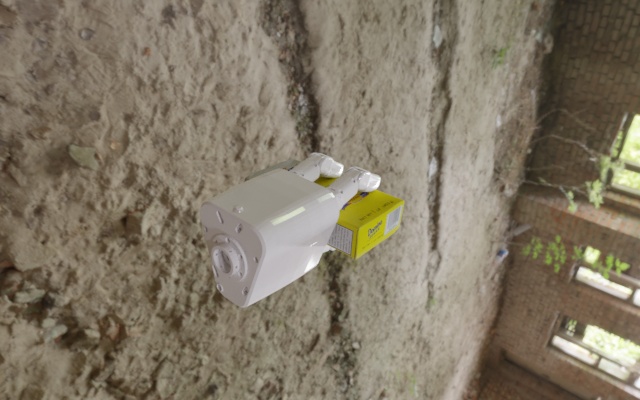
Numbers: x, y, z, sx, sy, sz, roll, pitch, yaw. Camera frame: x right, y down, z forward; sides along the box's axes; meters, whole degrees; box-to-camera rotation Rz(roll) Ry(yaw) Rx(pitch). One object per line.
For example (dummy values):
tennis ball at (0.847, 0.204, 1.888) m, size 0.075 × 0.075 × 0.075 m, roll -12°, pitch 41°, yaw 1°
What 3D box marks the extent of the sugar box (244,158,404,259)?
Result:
sugar box at (0.000, 0.001, 0.571) m, size 0.176 × 0.048 × 0.093 m, roll 25°, pitch 34°, yaw 32°
